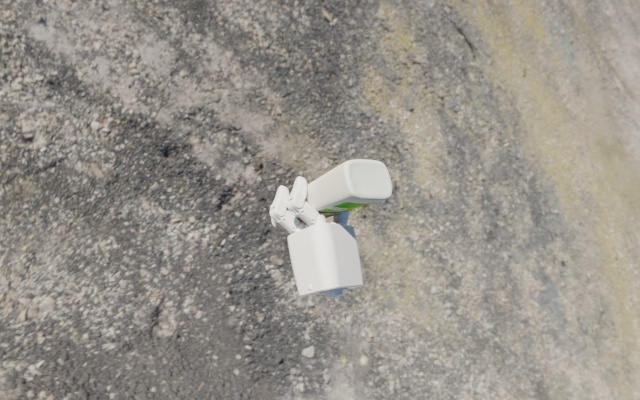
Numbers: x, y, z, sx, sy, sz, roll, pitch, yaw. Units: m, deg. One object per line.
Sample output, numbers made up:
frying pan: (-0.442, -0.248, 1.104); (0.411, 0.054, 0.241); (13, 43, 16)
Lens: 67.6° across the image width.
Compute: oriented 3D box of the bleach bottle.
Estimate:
bleach bottle: (0.000, 0.003, 0.830); (0.102, 0.068, 0.251); (0, -17, -39)
